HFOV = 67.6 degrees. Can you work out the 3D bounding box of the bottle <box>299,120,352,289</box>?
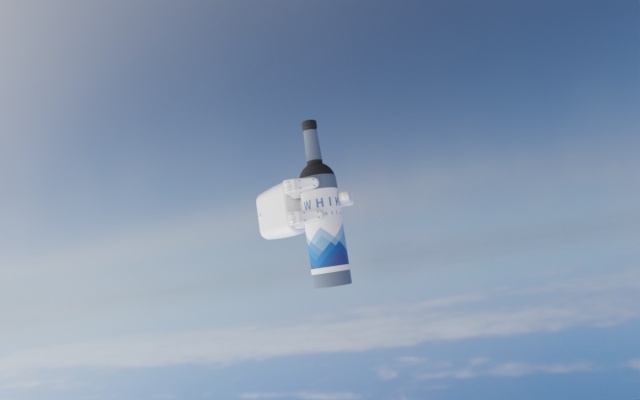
[{"bbox_3d":[0.000,0.003,0.838,0.069,0.295,0.069,-8,-8,-1],"label":"bottle"}]
